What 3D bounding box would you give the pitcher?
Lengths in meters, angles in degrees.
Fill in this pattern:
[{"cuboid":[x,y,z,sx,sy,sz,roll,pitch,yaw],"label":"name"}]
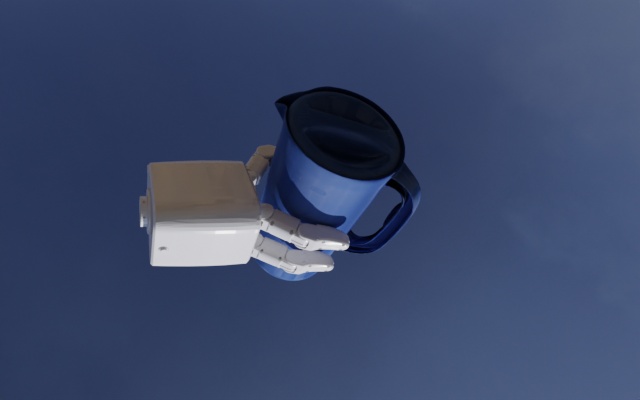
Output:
[{"cuboid":[0.000,0.002,0.573,0.145,0.149,0.243,-1,-36,-24],"label":"pitcher"}]
